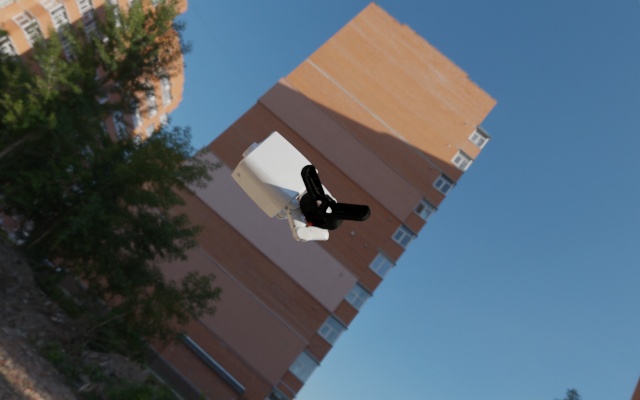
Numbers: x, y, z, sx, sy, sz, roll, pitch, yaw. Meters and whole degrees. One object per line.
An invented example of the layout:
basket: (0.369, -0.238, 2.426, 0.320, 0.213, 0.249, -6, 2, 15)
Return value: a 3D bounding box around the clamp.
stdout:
clamp: (0.001, 0.002, 0.759, 0.039, 0.120, 0.171, -47, 6, -25)
